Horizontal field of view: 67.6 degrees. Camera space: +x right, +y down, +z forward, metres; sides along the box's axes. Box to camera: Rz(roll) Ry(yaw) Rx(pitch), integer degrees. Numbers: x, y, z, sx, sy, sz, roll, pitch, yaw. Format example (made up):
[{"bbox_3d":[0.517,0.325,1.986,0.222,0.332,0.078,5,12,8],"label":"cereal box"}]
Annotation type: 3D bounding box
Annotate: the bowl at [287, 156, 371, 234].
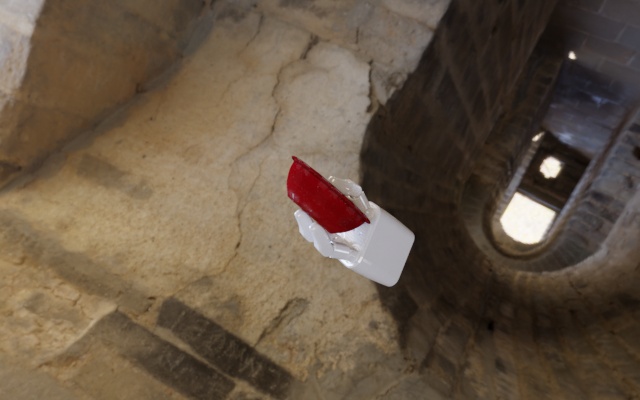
[{"bbox_3d":[-0.001,0.002,0.746,0.162,0.055,0.162,41,-2,2],"label":"bowl"}]
